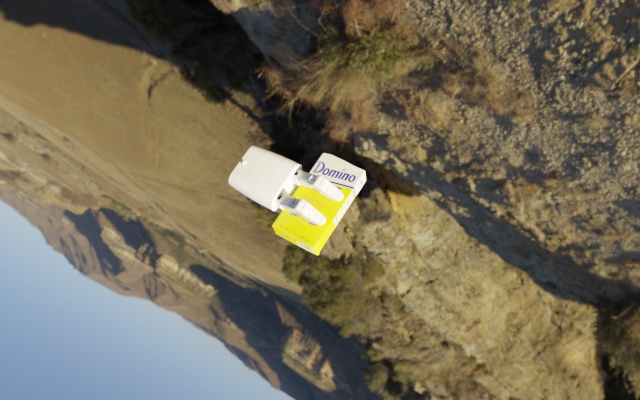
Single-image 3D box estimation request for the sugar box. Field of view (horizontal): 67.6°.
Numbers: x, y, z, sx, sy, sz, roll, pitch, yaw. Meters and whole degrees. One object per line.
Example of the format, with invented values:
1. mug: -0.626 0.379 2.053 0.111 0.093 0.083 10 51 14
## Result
1. sugar box: 0.000 0.003 0.868 0.093 0.176 0.048 26 -18 19
